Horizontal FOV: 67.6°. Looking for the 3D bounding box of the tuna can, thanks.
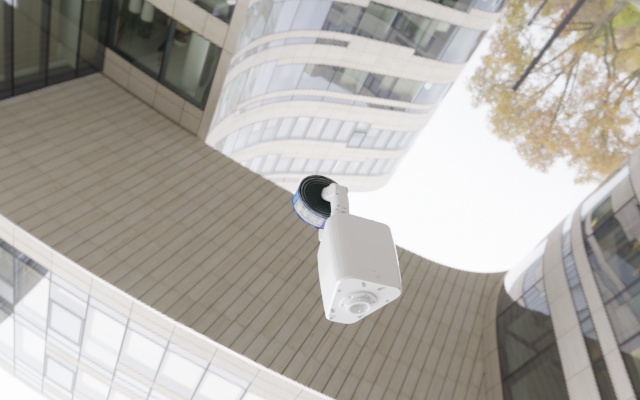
[{"bbox_3d":[0.000,0.003,0.747,0.086,0.086,0.034,0,-38,-30],"label":"tuna can"}]
